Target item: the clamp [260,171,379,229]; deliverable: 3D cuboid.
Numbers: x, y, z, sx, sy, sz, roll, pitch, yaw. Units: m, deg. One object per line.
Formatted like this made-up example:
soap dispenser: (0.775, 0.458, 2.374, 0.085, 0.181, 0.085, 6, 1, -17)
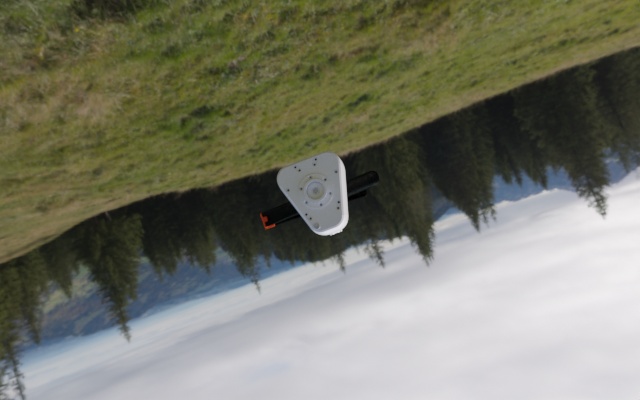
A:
clamp: (0.000, 0.004, 0.840, 0.210, 0.036, 0.164, -20, -7, 3)
